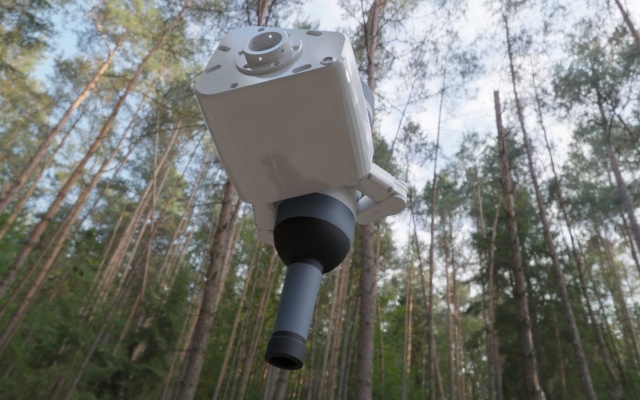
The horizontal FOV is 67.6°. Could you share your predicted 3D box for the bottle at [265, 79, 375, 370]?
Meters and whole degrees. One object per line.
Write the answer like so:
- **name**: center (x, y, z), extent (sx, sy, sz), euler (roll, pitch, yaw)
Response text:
- **bottle**: center (0.000, 0.001, 0.422), extent (0.069, 0.295, 0.069), euler (8, -40, 6)
